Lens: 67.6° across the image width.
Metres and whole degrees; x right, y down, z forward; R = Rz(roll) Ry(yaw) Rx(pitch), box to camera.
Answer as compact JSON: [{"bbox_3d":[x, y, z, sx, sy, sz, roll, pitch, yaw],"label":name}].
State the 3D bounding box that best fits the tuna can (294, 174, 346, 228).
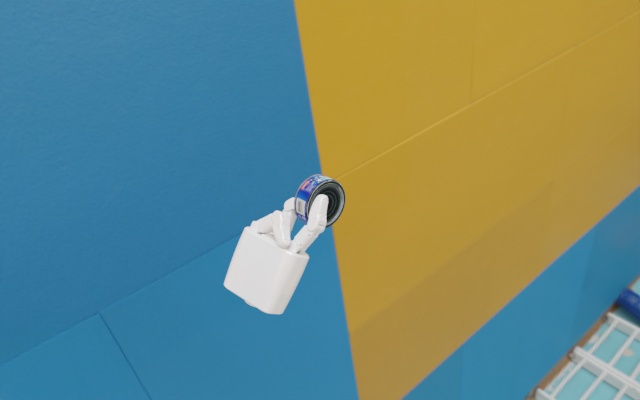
[{"bbox_3d":[0.001,0.003,0.781,0.086,0.086,0.033,0,17,-42],"label":"tuna can"}]
